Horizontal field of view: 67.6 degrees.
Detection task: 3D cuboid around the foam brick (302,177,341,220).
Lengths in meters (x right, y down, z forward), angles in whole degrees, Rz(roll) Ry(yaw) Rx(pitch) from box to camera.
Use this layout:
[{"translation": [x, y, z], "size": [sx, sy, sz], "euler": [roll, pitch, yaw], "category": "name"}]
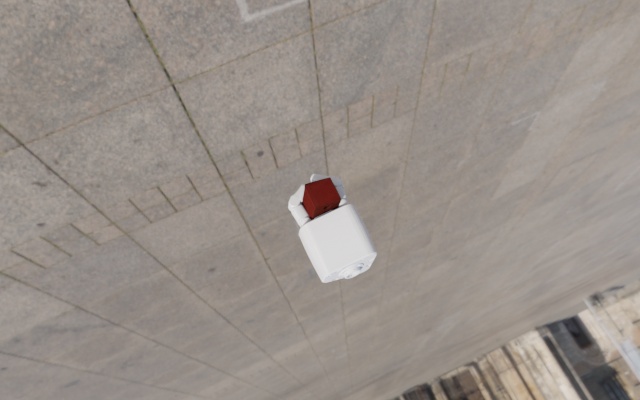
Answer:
[{"translation": [0.000, 0.003, 0.889], "size": [0.053, 0.051, 0.078], "euler": [-18, -26, -17], "category": "foam brick"}]
